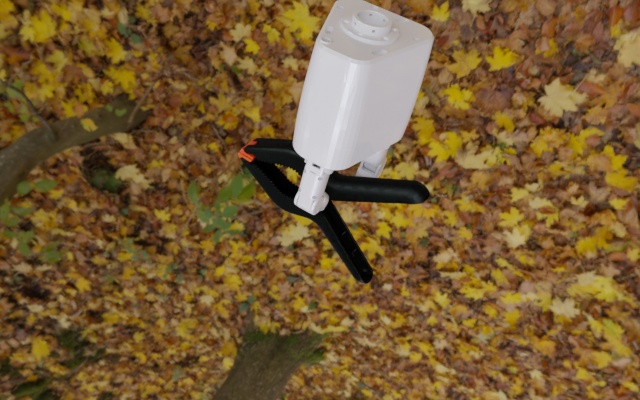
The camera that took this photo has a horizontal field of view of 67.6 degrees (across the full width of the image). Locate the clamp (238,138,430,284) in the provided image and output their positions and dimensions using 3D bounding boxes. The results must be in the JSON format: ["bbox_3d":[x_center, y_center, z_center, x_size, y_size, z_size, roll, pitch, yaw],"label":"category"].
[{"bbox_3d":[-0.001,0.002,0.536,0.210,0.165,0.036,28,44,13],"label":"clamp"}]
